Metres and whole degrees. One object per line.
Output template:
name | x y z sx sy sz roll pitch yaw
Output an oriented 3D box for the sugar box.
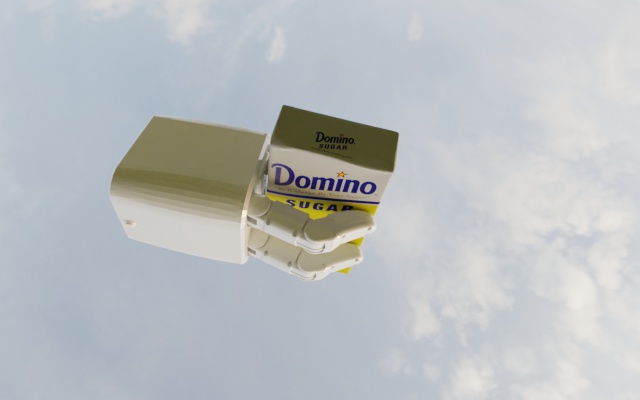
sugar box | 0.000 0.002 0.415 0.093 0.048 0.176 13 -31 0
